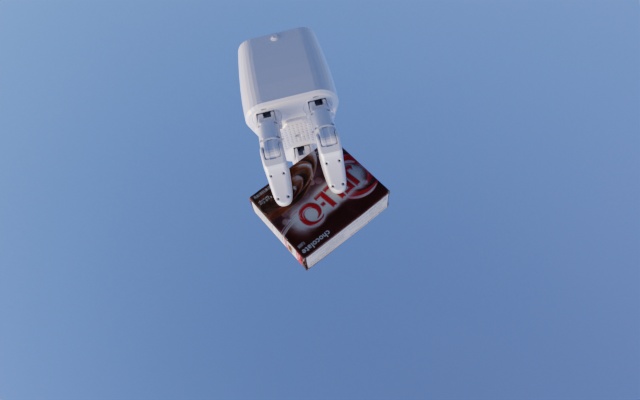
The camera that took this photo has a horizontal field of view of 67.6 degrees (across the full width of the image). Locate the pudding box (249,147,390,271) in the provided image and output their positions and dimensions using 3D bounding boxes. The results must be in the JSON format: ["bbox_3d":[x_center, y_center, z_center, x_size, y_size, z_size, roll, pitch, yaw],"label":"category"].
[{"bbox_3d":[0.000,0.002,0.485,0.113,0.090,0.039,-39,-26,-13],"label":"pudding box"}]
